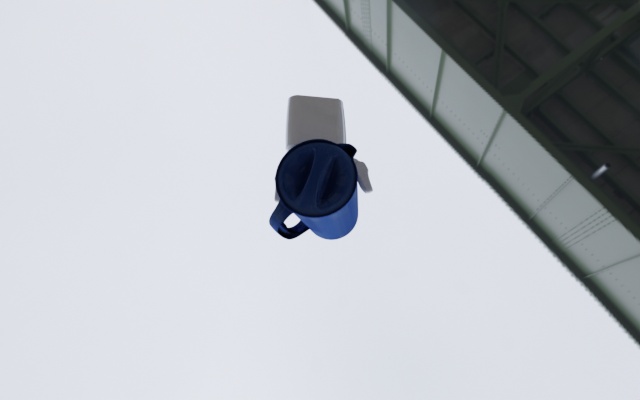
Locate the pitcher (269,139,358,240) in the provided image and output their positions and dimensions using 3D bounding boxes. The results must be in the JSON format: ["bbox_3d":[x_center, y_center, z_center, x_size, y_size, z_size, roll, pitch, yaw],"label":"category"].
[{"bbox_3d":[0.000,0.003,0.864,0.149,0.145,0.243,-2,-17,7],"label":"pitcher"}]
